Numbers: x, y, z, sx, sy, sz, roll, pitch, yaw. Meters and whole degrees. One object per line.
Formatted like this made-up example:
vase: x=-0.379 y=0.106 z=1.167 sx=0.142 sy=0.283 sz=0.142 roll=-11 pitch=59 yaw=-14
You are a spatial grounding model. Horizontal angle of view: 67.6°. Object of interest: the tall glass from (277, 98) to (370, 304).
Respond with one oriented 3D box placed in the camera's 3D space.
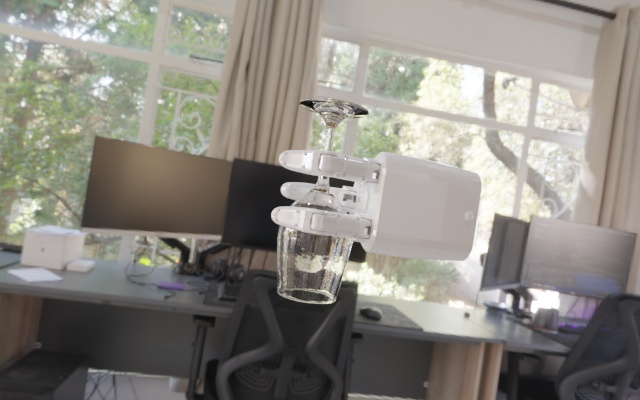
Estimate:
tall glass: x=0.000 y=0.001 z=0.497 sx=0.079 sy=0.201 sz=0.079 roll=9 pitch=-1 yaw=0
